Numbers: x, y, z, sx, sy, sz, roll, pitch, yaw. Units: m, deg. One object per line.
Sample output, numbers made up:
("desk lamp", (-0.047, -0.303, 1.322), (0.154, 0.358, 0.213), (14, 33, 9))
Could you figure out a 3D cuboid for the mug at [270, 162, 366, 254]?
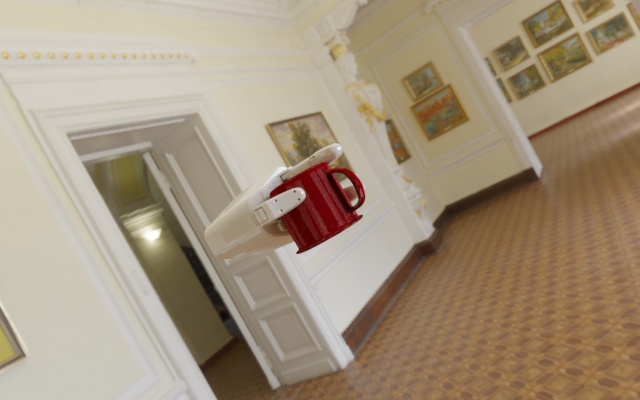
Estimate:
("mug", (0.001, 0.001, 0.567), (0.117, 0.081, 0.093), (-29, 0, 36))
